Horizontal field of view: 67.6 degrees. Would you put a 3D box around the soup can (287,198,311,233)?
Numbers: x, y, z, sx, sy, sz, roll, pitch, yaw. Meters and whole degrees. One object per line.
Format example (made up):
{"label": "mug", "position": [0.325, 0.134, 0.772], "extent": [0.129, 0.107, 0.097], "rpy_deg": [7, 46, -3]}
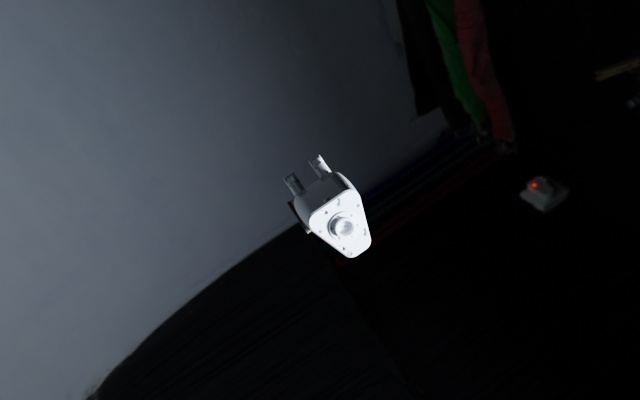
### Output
{"label": "soup can", "position": [0.000, 0.003, 0.862], "extent": [0.102, 0.068, 0.068], "rpy_deg": [-34, 1, -1]}
